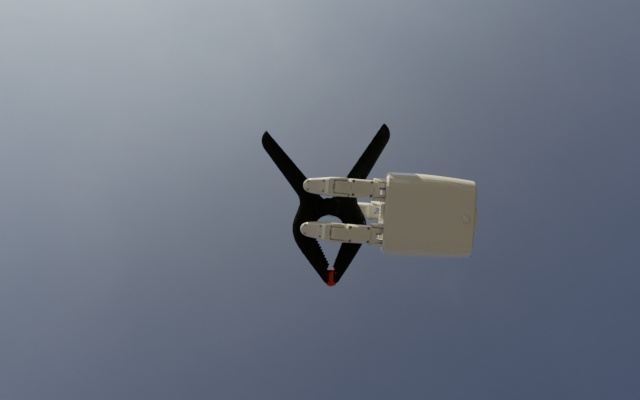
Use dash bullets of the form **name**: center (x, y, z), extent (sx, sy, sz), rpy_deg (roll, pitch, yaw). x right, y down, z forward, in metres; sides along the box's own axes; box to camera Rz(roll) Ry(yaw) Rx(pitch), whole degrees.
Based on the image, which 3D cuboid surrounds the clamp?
- **clamp**: center (0.000, 0.003, 0.615), extent (0.164, 0.210, 0.036), rpy_deg (4, 0, 6)
